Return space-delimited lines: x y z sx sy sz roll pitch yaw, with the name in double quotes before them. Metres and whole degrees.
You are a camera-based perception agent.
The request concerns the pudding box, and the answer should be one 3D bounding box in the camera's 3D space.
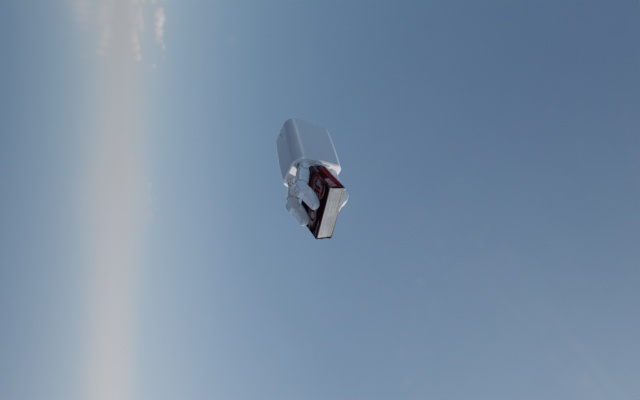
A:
"pudding box" 0.000 0.003 0.900 0.039 0.113 0.090 -2 30 -26
